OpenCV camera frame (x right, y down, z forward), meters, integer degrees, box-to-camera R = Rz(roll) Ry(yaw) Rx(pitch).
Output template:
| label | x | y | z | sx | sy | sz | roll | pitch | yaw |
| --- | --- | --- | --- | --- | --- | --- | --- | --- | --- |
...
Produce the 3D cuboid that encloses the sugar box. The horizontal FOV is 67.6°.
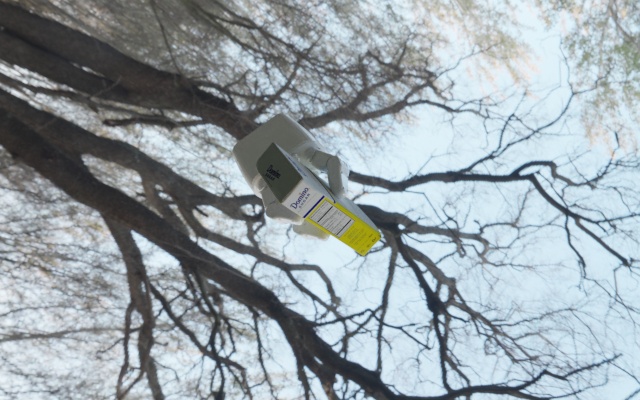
| label | x | y | z | sx | sy | sz | roll | pitch | yaw |
| --- | --- | --- | --- | --- | --- | --- | --- | --- | --- |
| sugar box | 0.000 | 0.002 | 0.620 | 0.176 | 0.048 | 0.093 | 32 | 13 | -42 |
